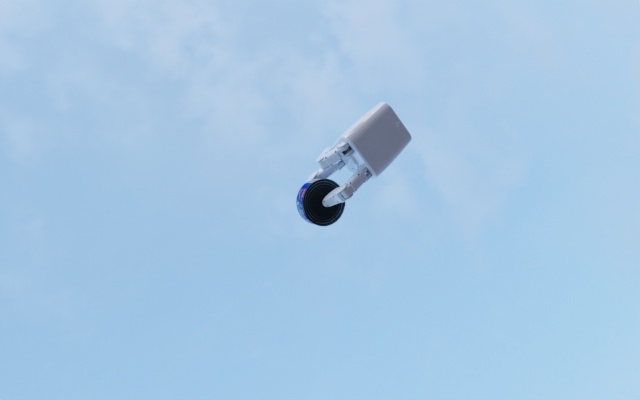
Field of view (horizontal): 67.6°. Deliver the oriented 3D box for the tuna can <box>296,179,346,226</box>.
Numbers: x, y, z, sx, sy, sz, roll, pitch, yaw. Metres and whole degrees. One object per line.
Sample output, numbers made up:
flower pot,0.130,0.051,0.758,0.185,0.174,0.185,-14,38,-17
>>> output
tuna can,0.000,0.003,0.865,0.086,0.086,0.034,0,3,-27
